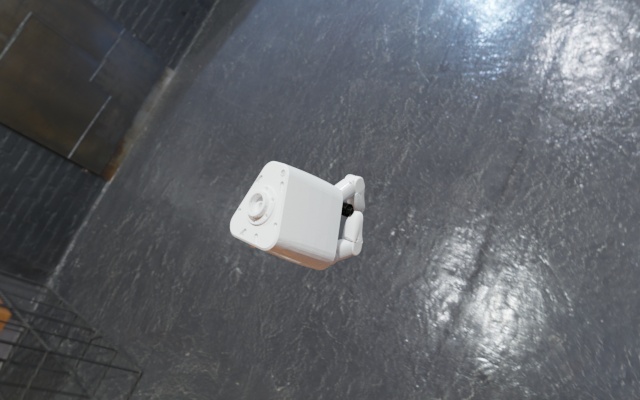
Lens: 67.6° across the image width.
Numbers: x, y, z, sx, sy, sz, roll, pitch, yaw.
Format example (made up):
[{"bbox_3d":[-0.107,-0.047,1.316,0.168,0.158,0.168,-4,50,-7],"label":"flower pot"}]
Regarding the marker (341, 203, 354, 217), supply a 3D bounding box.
[{"bbox_3d":[0.000,0.002,0.682,0.121,0.020,0.020,17,12,43],"label":"marker"}]
